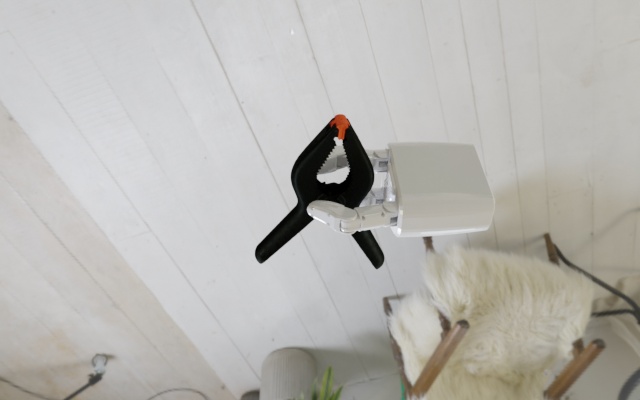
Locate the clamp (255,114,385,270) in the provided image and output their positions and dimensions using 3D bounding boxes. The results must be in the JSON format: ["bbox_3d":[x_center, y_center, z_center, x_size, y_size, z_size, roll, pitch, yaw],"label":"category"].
[{"bbox_3d":[0.000,0.002,0.557,0.164,0.210,0.036,-3,35,-4],"label":"clamp"}]
